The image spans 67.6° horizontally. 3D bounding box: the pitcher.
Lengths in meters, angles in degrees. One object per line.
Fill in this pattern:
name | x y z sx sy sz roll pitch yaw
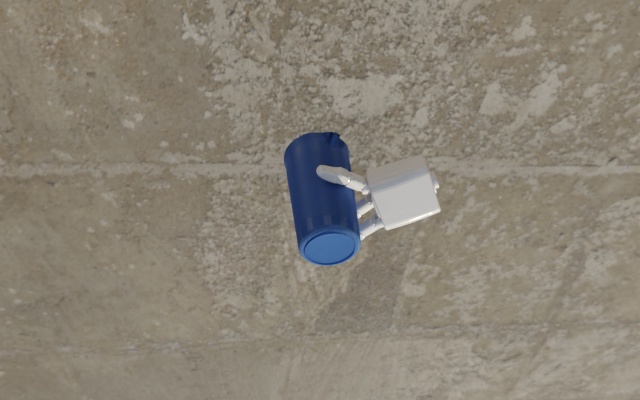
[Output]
pitcher | 0.000 0.003 0.892 0.145 0.242 0.149 -16 -44 9
